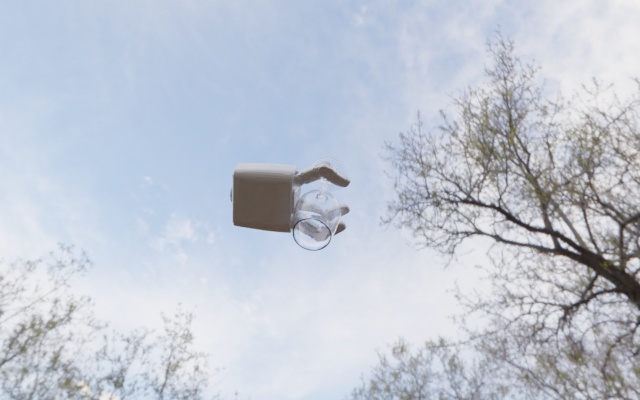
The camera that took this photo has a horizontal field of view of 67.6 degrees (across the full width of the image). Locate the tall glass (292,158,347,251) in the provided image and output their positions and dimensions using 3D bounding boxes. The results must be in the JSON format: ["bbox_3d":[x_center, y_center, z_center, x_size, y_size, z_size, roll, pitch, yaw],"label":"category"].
[{"bbox_3d":[0.000,0.002,0.821,0.079,0.079,0.201,0,31,9],"label":"tall glass"}]
